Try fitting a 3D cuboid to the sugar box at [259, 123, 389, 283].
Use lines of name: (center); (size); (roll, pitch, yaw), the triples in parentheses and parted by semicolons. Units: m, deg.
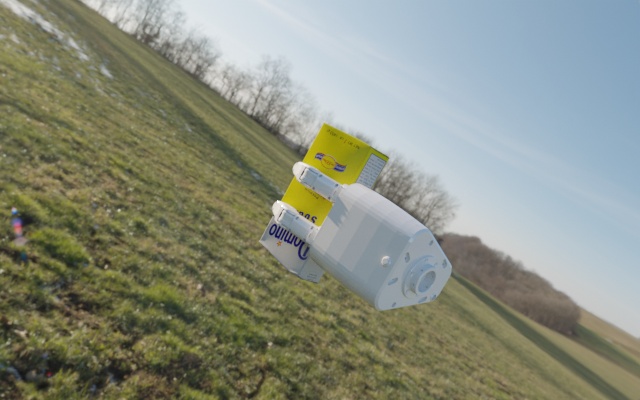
sugar box: (0.000, 0.002, 0.586); (0.048, 0.176, 0.093); (26, 6, -46)
